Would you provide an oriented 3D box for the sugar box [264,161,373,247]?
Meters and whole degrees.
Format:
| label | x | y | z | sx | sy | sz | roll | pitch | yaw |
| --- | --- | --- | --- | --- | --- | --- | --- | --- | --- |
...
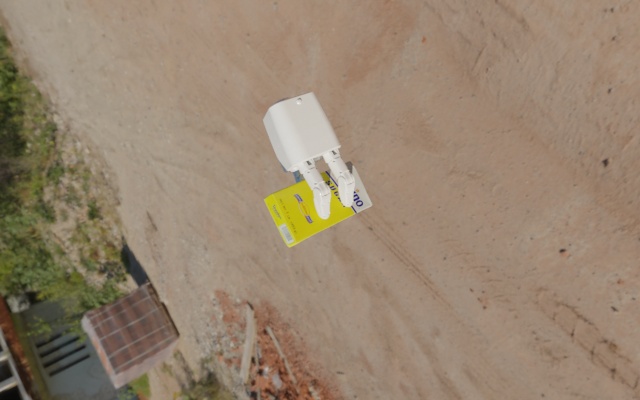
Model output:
| label | x | y | z | sx | sy | sz | roll | pitch | yaw |
| --- | --- | --- | --- | --- | --- | --- | --- | --- | --- |
| sugar box | 0.000 | 0.002 | 0.829 | 0.176 | 0.093 | 0.048 | -26 | -1 | -30 |
